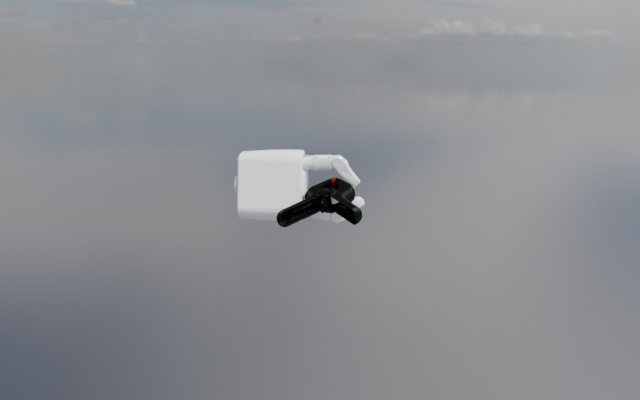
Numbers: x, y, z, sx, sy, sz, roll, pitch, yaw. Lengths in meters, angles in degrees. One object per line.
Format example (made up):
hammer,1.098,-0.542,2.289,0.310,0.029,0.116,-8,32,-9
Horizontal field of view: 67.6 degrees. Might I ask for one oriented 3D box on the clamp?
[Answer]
clamp,0.000,0.002,0.726,0.120,0.039,0.171,0,16,2
